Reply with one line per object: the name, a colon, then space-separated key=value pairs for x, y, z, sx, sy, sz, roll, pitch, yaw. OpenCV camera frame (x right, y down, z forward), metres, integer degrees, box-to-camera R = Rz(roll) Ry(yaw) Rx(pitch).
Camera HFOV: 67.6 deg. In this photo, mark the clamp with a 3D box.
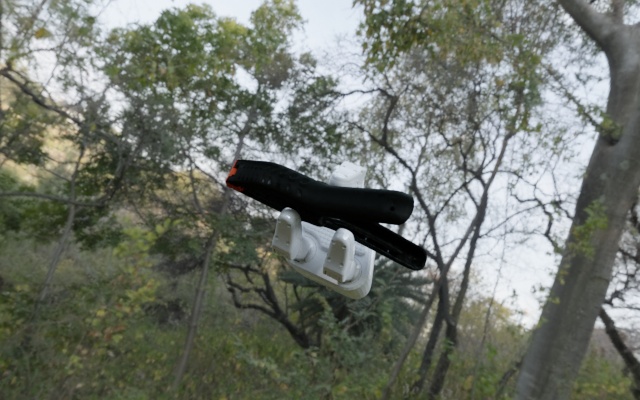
clamp: x=0.000 y=0.001 z=0.437 sx=0.210 sy=0.036 sz=0.165 roll=22 pitch=-15 yaw=16
